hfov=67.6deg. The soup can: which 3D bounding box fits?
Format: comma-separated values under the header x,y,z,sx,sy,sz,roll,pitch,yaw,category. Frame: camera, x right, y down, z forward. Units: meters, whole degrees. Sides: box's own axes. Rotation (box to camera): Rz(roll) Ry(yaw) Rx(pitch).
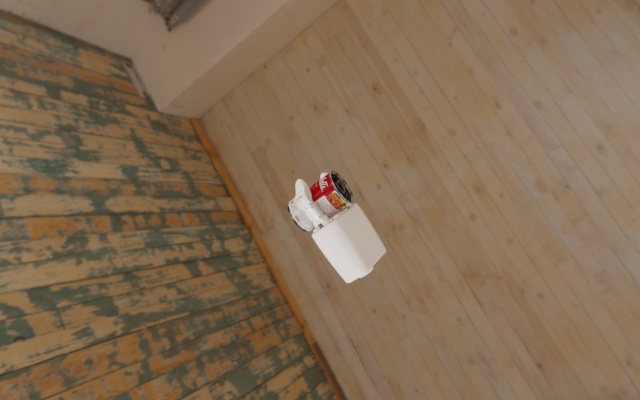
x,y,z,sx,sy,sz,roll,pitch,yaw,category
0.000,0.003,0.856,0.102,0.068,0.068,-35,-14,21,soup can
